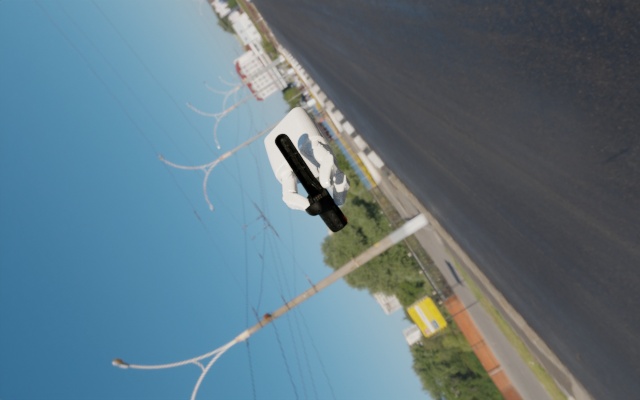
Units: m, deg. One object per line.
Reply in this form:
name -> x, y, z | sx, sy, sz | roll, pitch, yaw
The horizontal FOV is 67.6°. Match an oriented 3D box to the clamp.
clamp -> 0.000, 0.003, 0.785 | 0.036, 0.164, 0.210 | -30, -43, 8
